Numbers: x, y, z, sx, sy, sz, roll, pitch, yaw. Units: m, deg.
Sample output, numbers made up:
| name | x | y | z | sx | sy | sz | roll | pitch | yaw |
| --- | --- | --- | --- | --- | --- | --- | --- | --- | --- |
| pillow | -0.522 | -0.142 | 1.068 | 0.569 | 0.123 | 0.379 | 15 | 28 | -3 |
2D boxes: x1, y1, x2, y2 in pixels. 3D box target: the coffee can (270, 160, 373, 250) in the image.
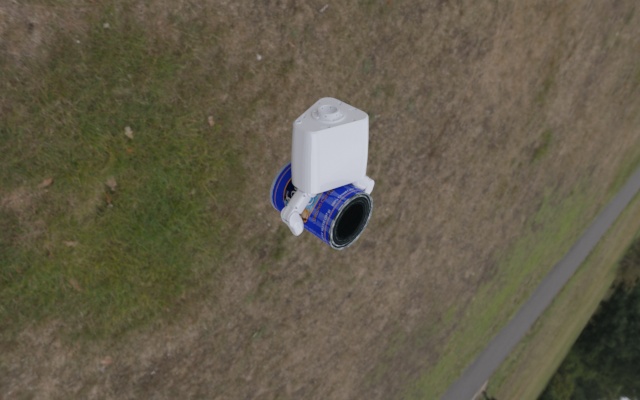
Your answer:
| name | x | y | z | sx | sy | sz | roll | pitch | yaw |
| --- | --- | --- | --- | --- | --- | --- | --- | --- | --- |
| coffee can | 0.000 | 0.003 | 0.785 | 0.140 | 0.103 | 0.103 | 32 | 19 | 33 |
